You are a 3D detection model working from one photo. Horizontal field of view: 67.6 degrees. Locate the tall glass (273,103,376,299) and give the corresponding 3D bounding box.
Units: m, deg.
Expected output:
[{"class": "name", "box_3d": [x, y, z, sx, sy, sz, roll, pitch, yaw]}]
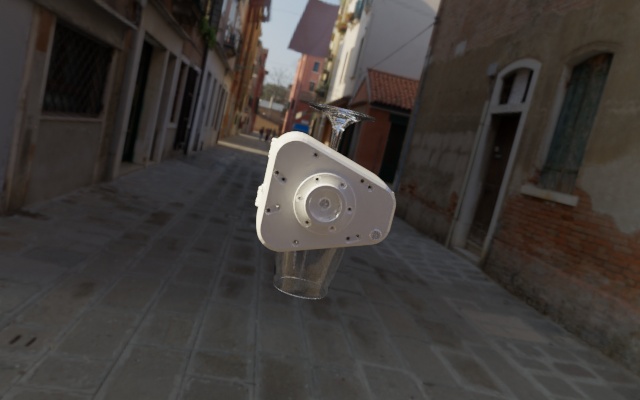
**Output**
[{"class": "tall glass", "box_3d": [0.000, 0.001, 0.518, 0.079, 0.201, 0.079, 13, 7, -2]}]
